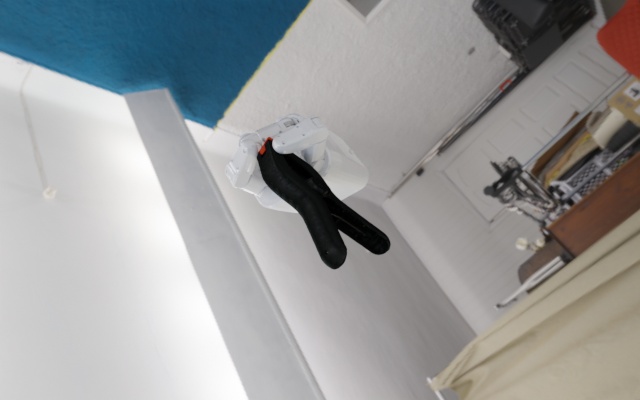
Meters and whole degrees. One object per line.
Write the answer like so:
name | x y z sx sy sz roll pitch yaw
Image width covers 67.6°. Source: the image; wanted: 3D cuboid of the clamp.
clamp | 0.000 0.002 0.492 0.039 0.171 0.120 -46 -28 17
